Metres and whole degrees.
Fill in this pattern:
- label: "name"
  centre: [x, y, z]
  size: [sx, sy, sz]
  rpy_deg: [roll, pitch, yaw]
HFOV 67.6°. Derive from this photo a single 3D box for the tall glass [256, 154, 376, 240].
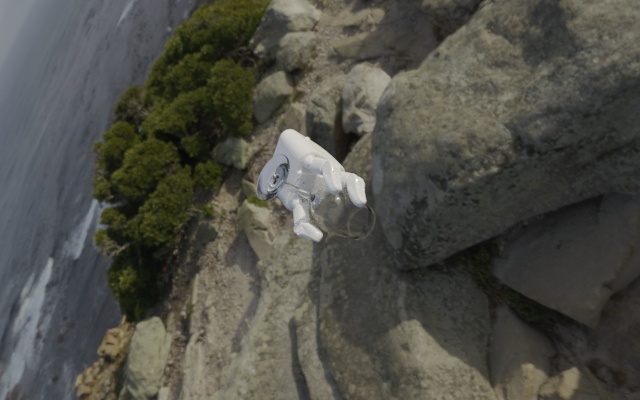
- label: "tall glass"
  centre: [0.000, 0.002, 0.755]
  size: [0.201, 0.079, 0.079]
  rpy_deg: [27, -17, -37]
